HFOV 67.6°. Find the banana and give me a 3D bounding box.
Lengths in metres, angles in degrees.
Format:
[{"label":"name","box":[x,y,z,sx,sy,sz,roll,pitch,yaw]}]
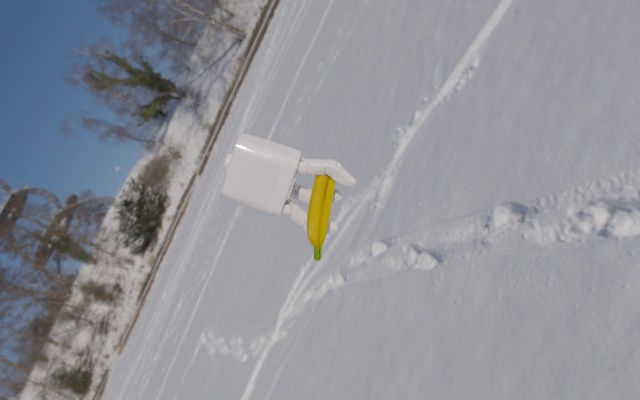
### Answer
[{"label":"banana","box":[0.002,-0.004,0.793,0.037,0.197,0.070,11,-31,-1]}]
